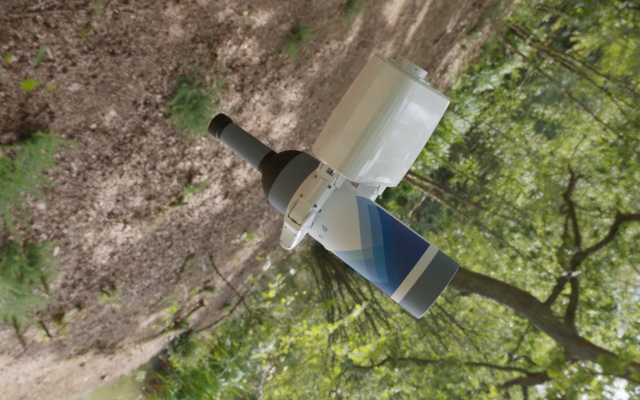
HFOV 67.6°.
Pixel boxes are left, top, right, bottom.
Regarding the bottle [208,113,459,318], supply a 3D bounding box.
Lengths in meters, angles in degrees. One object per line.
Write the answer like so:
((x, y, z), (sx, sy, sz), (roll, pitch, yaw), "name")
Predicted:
((0.000, 0.002, 0.494), (0.295, 0.069, 0.069), (37, 9, 12), "bottle")
